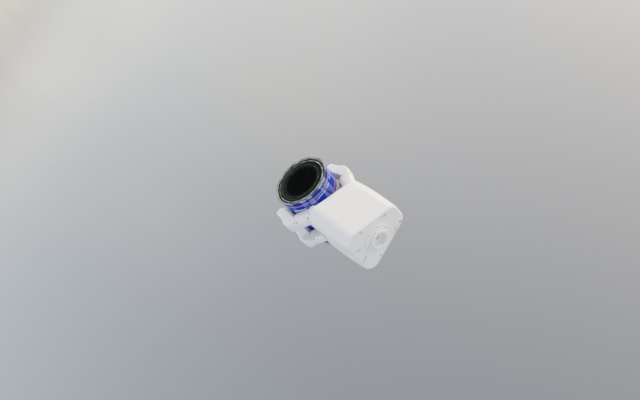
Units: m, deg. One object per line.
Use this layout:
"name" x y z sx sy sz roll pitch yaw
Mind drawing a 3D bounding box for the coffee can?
"coffee can" 0.000 0.003 0.878 0.103 0.102 0.140 0 -34 38
